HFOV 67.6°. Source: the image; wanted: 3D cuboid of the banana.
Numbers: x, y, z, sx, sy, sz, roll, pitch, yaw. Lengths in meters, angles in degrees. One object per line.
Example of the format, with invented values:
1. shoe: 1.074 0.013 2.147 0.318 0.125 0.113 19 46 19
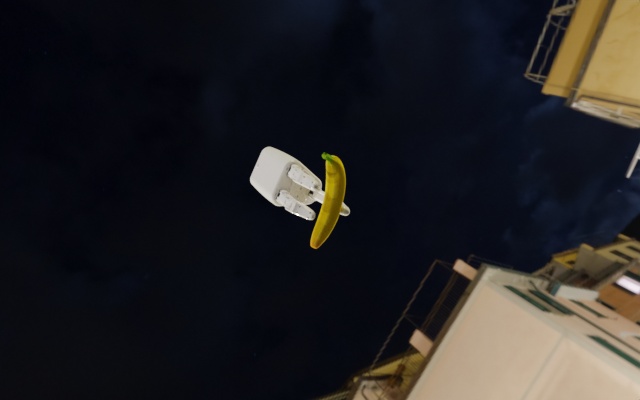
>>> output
1. banana: 0.015 -0.004 0.897 0.069 0.198 0.037 -15 32 -36
